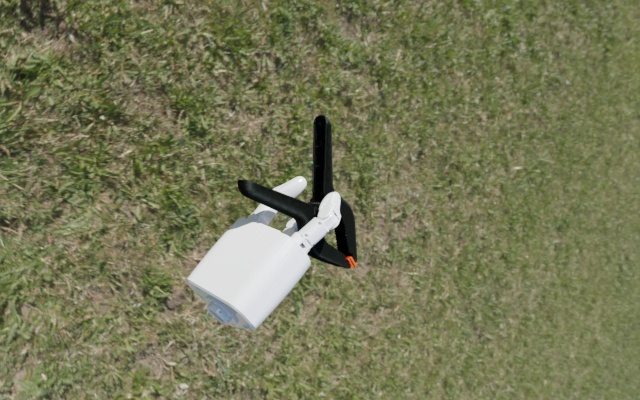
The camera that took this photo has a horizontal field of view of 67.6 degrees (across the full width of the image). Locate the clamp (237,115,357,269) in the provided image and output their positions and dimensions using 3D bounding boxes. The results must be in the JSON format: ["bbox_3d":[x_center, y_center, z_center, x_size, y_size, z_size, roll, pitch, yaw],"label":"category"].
[{"bbox_3d":[0.001,0.003,0.640,0.036,0.210,0.164,3,45,49],"label":"clamp"}]
